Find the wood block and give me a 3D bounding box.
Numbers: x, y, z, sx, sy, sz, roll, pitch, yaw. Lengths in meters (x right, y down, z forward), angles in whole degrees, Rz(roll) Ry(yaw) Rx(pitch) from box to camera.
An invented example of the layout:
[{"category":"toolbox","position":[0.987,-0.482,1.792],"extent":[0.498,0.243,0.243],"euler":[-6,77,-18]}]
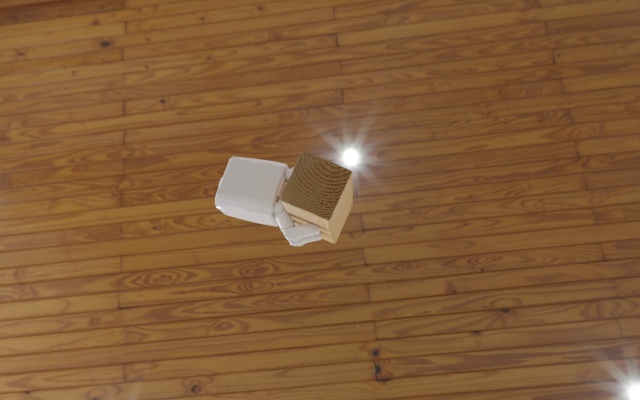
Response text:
[{"category":"wood block","position":[0.000,0.002,0.845],"extent":[0.090,0.091,0.206],"euler":[22,-12,9]}]
